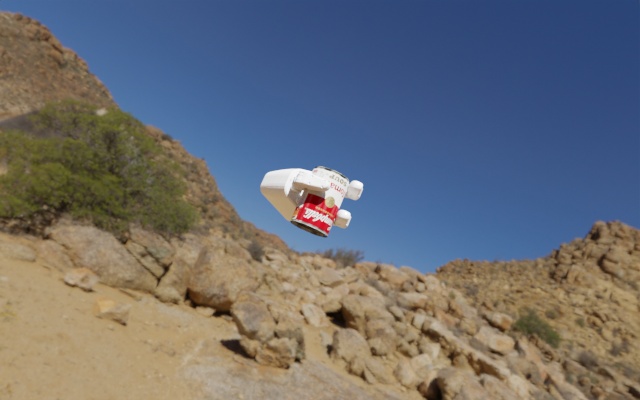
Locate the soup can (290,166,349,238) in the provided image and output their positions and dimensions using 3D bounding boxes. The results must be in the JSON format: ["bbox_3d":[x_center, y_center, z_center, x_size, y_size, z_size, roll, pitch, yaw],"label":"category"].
[{"bbox_3d":[0.000,0.002,0.802,0.068,0.102,0.068,22,-12,5],"label":"soup can"}]
